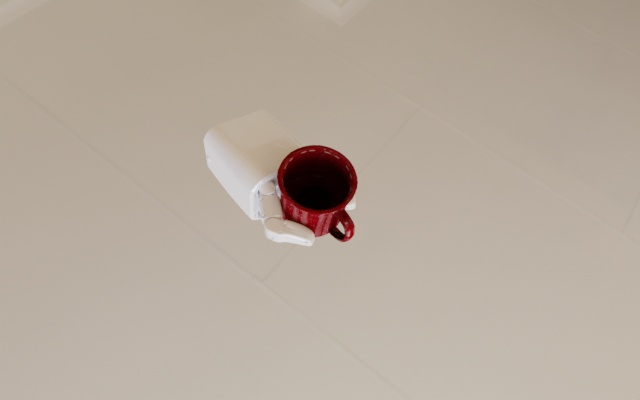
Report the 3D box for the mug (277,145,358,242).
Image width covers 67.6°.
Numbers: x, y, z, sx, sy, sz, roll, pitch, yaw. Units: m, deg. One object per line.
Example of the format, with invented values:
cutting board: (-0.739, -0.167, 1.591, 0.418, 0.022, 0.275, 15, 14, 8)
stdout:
mug: (0.001, 0.003, 0.578, 0.093, 0.117, 0.081, -35, -19, -23)
